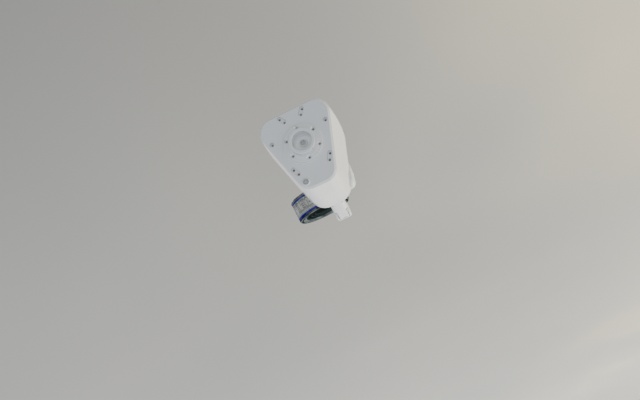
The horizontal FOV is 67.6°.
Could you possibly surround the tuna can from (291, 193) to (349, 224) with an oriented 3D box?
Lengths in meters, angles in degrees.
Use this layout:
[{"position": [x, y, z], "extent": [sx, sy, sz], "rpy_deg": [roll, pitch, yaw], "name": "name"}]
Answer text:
[{"position": [0.000, 0.003, 0.740], "extent": [0.086, 0.033, 0.086], "rpy_deg": [-26, -13, -6], "name": "tuna can"}]
